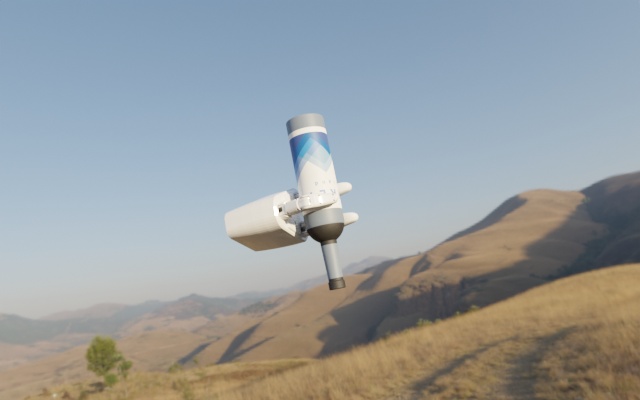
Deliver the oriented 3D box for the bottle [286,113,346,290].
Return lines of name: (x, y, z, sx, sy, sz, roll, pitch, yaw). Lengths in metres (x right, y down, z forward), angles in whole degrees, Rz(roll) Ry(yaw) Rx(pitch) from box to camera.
bottle: (0.000, 0.002, 0.806, 0.069, 0.295, 0.069, -11, -11, -2)
